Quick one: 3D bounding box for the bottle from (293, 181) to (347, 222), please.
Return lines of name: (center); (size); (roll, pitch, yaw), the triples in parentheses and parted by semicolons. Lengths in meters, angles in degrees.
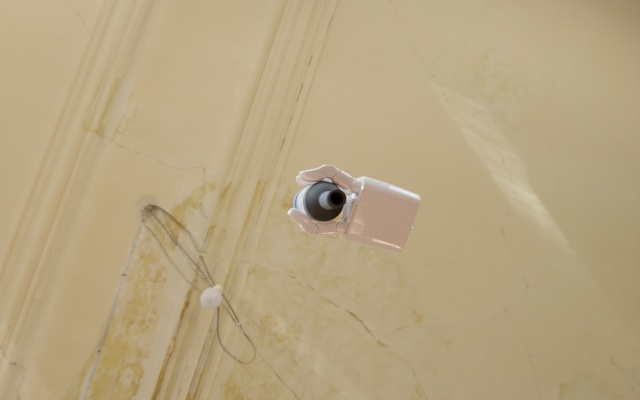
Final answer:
bottle: (0.000, 0.003, 0.816); (0.069, 0.069, 0.296); (0, -2, -9)
